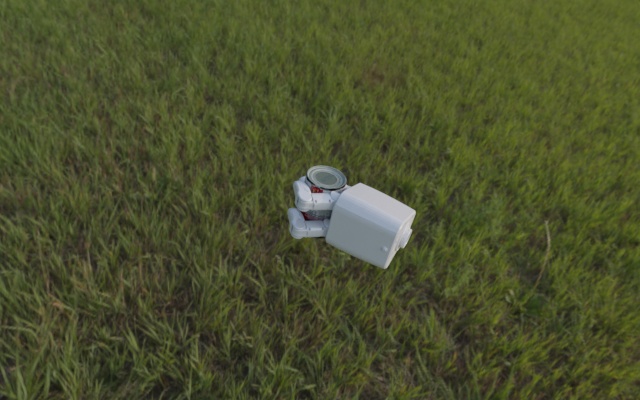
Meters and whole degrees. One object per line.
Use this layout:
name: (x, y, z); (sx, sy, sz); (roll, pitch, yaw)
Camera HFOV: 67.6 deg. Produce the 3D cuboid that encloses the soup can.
soup can: (0.000, 0.002, 0.783); (0.068, 0.102, 0.068); (9, 36, -7)
